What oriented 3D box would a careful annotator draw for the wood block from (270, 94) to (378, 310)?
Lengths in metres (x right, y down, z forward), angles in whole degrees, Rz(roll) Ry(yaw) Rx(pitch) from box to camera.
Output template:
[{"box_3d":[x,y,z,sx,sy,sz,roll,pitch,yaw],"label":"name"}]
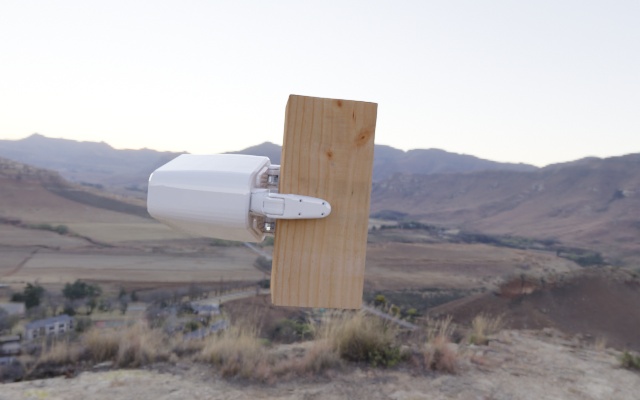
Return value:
[{"box_3d":[0.000,0.002,0.507,0.090,0.206,0.091,4,2,-7],"label":"wood block"}]
